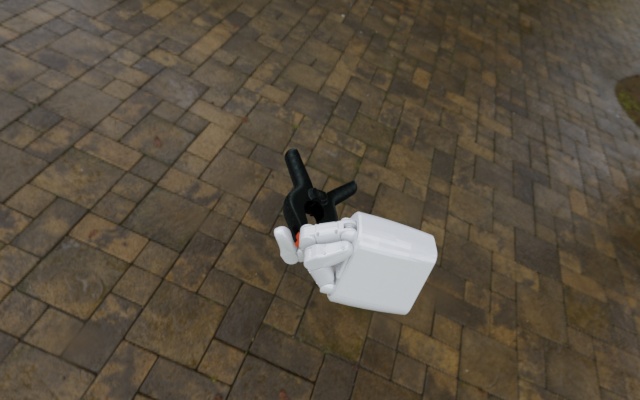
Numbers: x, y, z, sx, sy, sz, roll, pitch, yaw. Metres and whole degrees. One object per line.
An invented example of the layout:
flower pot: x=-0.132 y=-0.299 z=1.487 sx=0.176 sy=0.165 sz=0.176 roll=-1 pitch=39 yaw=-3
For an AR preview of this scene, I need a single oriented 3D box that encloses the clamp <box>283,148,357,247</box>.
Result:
clamp: x=0.000 y=0.002 z=0.669 sx=0.120 sy=0.171 sz=0.039 roll=17 pitch=-46 yaw=-14
